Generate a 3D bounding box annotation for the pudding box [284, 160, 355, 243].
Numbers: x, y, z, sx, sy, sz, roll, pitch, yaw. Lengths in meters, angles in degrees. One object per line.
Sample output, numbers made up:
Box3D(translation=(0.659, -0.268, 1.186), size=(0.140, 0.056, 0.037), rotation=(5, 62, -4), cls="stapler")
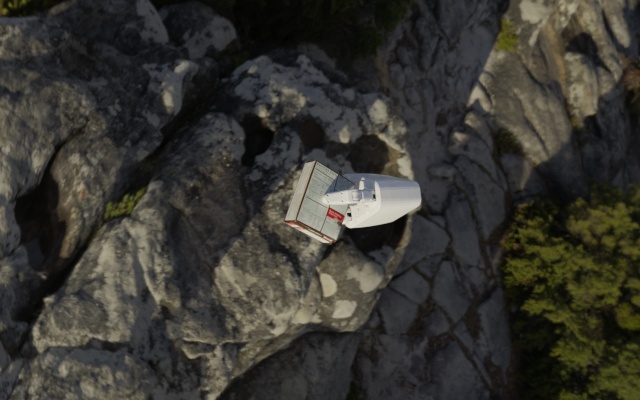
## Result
Box3D(translation=(0.000, 0.003, 0.787), size=(0.090, 0.113, 0.039), rotation=(29, -22, -28), cls="pudding box")
